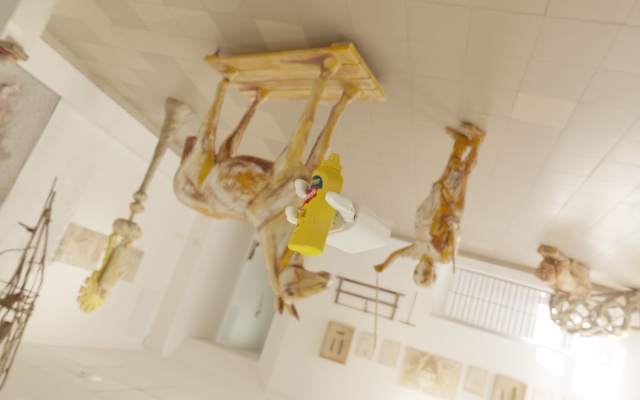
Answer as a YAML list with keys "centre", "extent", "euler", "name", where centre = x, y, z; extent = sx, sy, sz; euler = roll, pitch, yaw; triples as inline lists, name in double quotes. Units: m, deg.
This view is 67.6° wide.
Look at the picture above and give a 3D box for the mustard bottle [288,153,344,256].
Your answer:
- centre: [0.000, 0.003, 0.868]
  extent: [0.058, 0.191, 0.096]
  euler: [23, -15, -16]
  name: "mustard bottle"
